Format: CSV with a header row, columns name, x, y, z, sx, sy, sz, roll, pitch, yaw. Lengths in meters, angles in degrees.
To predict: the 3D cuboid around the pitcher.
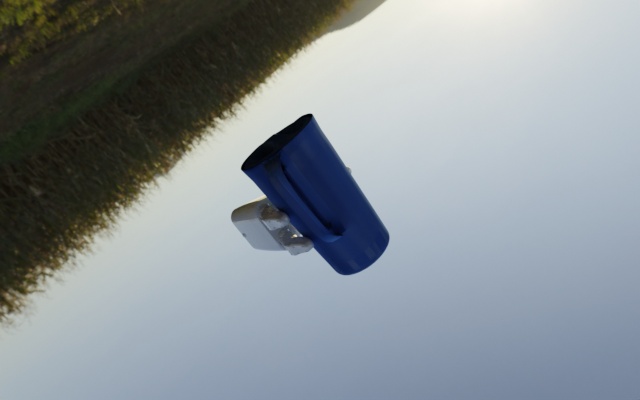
name,x,y,z,sx,sy,sz,roll,pitch,yaw
pitcher,0.000,0.002,0.729,0.149,0.243,0.145,-48,21,-28
